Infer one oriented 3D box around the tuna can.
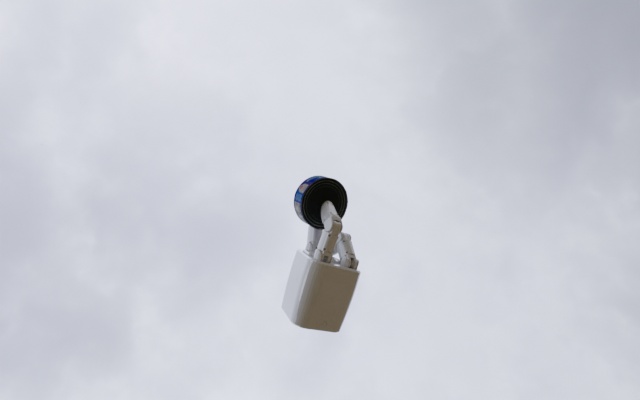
[{"bbox_3d":[0.000,0.002,0.781,0.086,0.086,0.033,0,11,-29],"label":"tuna can"}]
